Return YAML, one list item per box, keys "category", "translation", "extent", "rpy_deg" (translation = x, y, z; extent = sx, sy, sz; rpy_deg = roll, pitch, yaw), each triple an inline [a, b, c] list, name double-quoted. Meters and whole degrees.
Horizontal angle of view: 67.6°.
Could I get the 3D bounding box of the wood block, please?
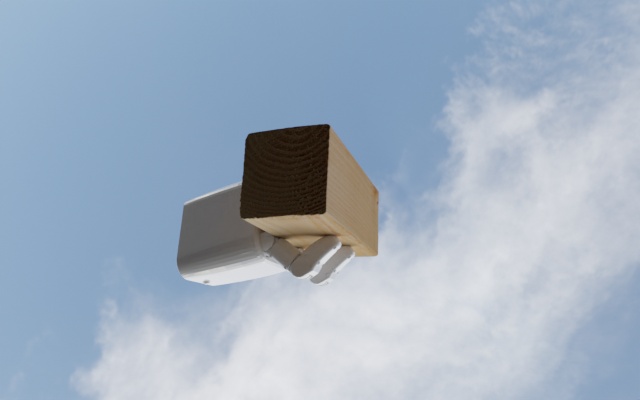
- category: "wood block"
  translation: [0.000, 0.002, 0.539]
  extent: [0.090, 0.090, 0.206]
  rpy_deg: [-4, -18, 19]
